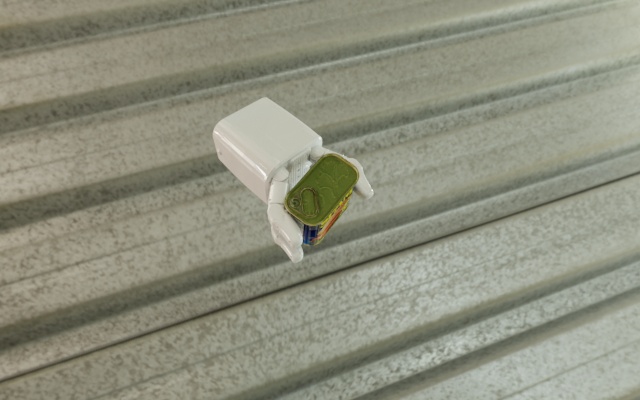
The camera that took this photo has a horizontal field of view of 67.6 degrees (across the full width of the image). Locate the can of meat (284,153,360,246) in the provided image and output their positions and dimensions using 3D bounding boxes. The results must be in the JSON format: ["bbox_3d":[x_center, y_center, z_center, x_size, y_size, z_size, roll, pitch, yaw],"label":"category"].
[{"bbox_3d":[0.000,0.002,0.621,0.057,0.102,0.084,36,-23,12],"label":"can of meat"}]
